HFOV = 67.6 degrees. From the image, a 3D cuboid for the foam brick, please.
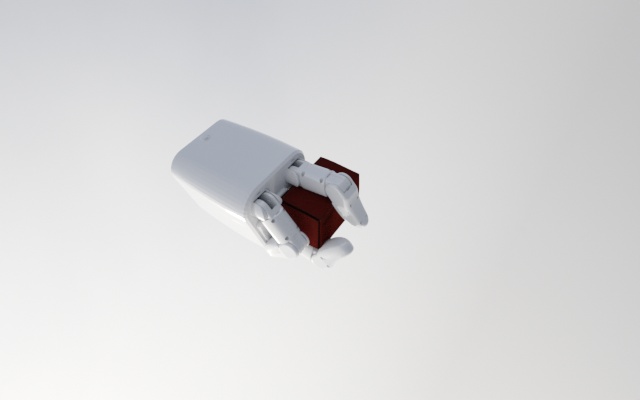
[{"bbox_3d":[0.000,0.002,0.506,0.051,0.053,0.078,27,54,22],"label":"foam brick"}]
